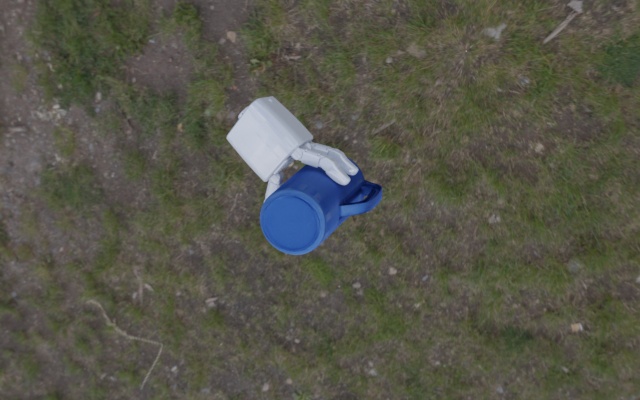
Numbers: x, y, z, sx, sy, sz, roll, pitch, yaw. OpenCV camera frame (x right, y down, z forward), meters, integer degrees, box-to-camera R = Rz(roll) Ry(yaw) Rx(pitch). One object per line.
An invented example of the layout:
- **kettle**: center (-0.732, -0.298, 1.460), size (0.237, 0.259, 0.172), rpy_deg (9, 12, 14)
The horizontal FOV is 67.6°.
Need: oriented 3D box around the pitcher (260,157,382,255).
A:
- **pitcher**: center (0.000, 0.003, 0.827), size (0.149, 0.145, 0.242), rpy_deg (-43, 0, 24)
